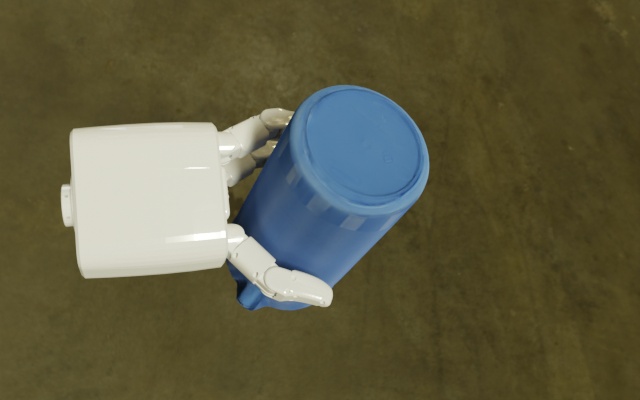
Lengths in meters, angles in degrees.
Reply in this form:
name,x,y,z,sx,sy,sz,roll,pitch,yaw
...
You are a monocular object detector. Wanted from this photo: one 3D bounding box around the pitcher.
name,x,y,z,sx,sy,sz,roll,pitch,yaw
pitcher,0.000,0.002,0.440,0.145,0.149,0.243,-2,-24,-21
